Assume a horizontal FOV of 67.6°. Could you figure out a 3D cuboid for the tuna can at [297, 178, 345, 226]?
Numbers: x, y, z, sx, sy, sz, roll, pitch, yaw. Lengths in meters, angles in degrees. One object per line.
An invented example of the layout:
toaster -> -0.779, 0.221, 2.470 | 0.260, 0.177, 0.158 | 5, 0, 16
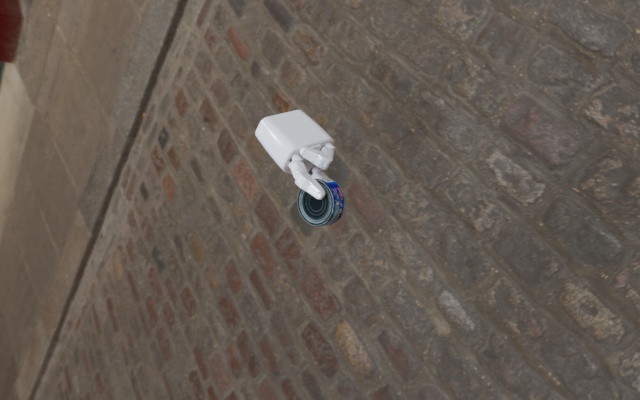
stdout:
tuna can -> 0.000, 0.003, 0.851 | 0.086, 0.086, 0.034 | 0, 4, 38
